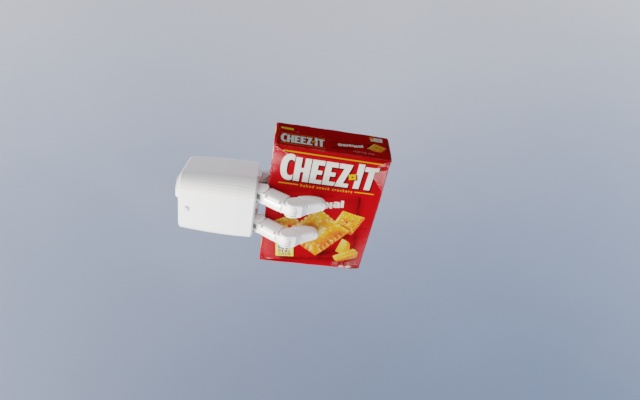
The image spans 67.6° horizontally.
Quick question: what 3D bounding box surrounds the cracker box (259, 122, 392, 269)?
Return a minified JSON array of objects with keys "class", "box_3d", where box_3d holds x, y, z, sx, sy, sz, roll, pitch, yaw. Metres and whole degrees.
[{"class":"cracker box","box_3d":[0.000,0.002,0.718,0.164,0.214,0.072,7,37,-7]}]
